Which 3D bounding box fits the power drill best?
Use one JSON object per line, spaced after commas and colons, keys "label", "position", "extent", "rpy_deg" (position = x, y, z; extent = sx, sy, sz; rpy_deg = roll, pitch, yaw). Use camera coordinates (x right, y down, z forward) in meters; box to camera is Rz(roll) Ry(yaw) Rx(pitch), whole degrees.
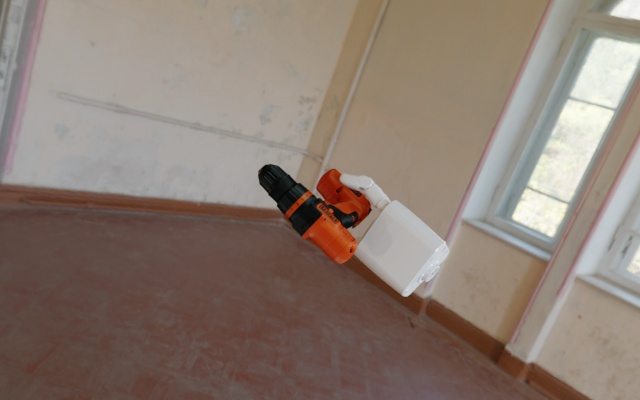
{"label": "power drill", "position": [0.000, 0.003, 0.759], "extent": [0.057, 0.184, 0.187], "rpy_deg": [-45, -4, 24]}
